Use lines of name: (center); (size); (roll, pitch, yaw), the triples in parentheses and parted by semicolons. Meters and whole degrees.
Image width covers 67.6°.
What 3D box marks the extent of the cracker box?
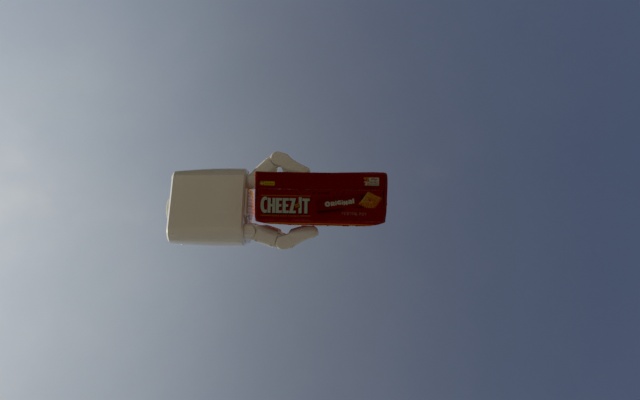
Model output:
cracker box: (0.000, 0.002, 0.686); (0.164, 0.072, 0.214); (0, -2, 0)
